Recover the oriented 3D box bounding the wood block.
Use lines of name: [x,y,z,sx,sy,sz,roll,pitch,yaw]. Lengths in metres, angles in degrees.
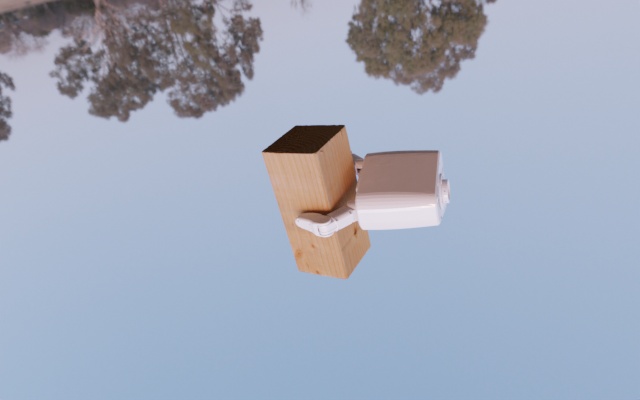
wood block: [0.000,0.003,0.698,0.090,0.206,0.090,5,34,32]
